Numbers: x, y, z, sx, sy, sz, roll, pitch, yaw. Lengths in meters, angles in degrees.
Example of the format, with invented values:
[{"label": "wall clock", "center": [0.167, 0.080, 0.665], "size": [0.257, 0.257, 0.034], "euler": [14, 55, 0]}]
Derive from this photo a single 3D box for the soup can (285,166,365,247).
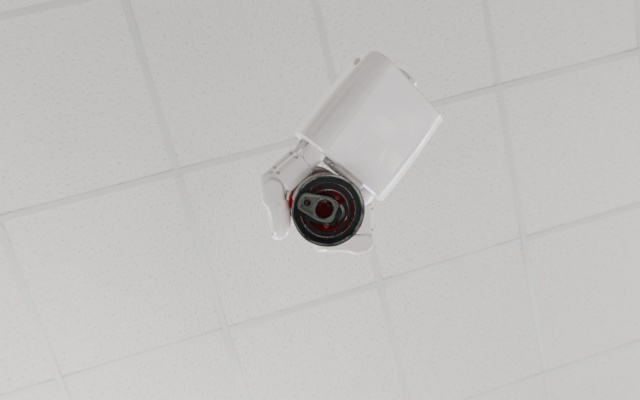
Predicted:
[{"label": "soup can", "center": [0.000, 0.002, 0.485], "size": [0.068, 0.068, 0.102], "euler": [0, 9, -9]}]
